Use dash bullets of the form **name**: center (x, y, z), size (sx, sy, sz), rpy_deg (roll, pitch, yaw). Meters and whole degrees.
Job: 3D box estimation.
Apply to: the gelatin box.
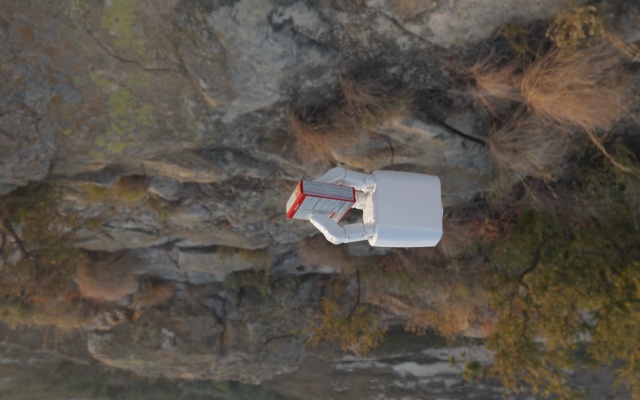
- **gelatin box**: center (0.000, 0.003, 0.733), size (0.089, 0.030, 0.073), rpy_deg (7, -31, -20)
